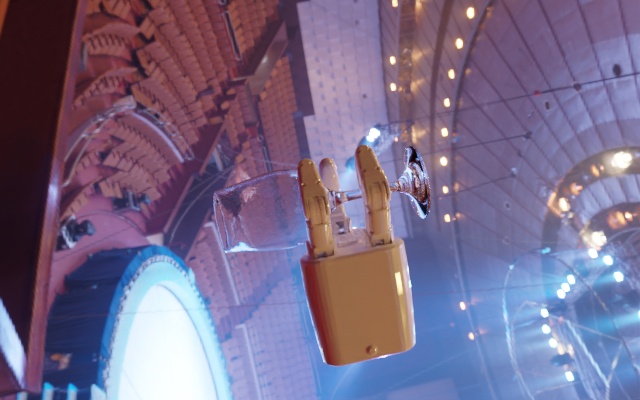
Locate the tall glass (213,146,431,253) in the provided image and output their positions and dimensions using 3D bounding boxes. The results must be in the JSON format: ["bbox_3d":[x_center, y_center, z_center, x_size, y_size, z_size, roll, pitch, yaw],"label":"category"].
[{"bbox_3d":[0.001,0.001,0.472,0.201,0.079,0.079,-11,1,-5],"label":"tall glass"}]
